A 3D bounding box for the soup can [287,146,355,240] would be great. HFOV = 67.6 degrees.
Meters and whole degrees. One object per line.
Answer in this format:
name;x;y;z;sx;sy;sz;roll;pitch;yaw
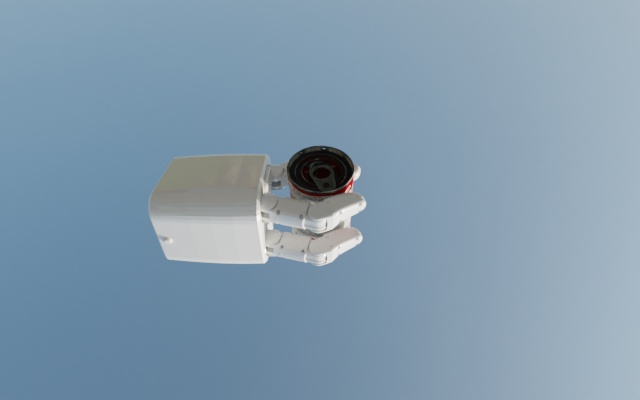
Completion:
soup can;0.001;0.002;0.514;0.068;0.068;0.102;0;-43;0
